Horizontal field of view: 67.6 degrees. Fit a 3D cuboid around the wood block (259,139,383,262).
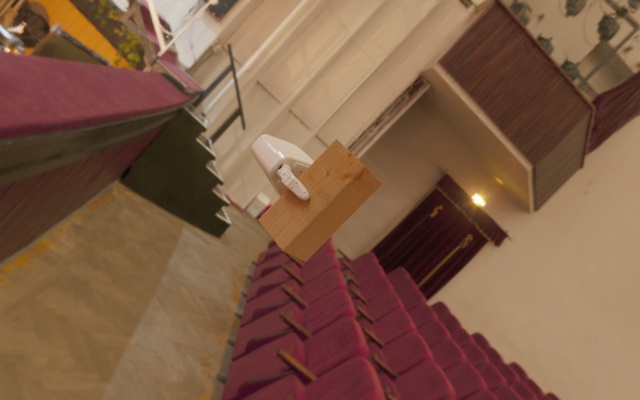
[{"bbox_3d":[0.000,0.002,0.876,0.090,0.206,0.091,47,6,33],"label":"wood block"}]
